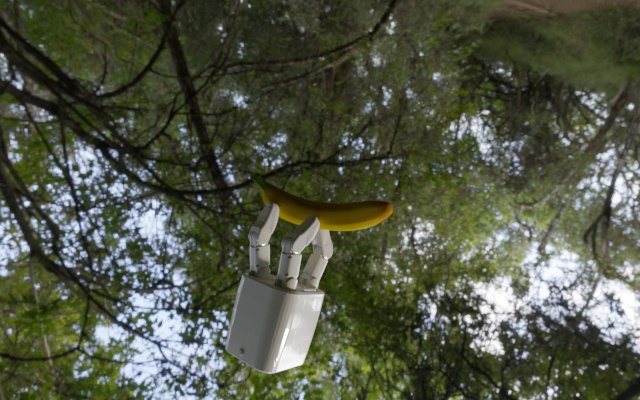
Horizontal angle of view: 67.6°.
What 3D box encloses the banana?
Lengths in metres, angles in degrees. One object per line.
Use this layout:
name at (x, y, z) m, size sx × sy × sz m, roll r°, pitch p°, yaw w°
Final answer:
banana at (0.000, 0.012, 0.637) m, size 0.198 × 0.037 × 0.070 m, roll 12°, pitch -31°, yaw 18°
